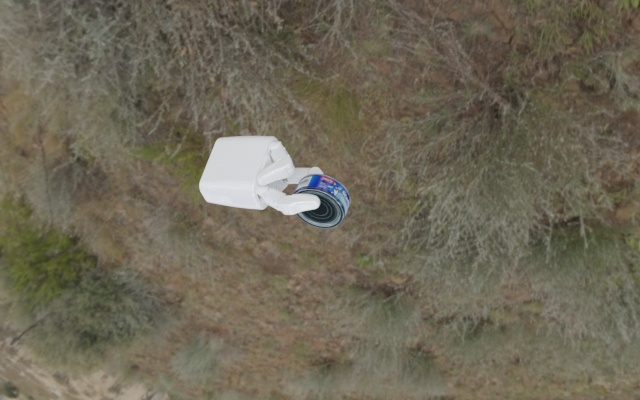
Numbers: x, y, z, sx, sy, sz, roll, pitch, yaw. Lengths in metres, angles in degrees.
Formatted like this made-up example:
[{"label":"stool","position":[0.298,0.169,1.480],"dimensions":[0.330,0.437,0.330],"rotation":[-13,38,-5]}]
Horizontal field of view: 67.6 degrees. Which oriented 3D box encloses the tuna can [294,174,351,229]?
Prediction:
[{"label":"tuna can","position":[0.000,0.003,0.720],"dimensions":[0.086,0.086,0.033],"rotation":[0,43,25]}]
